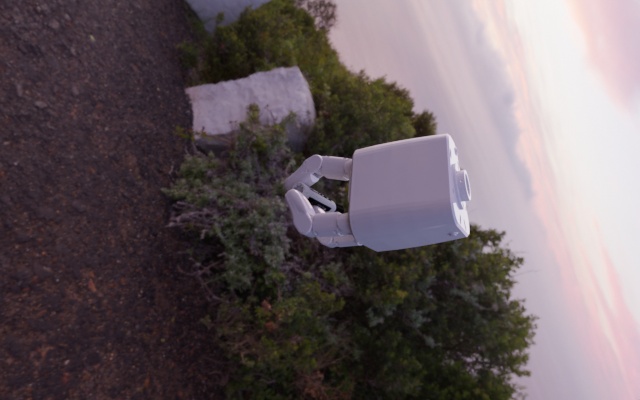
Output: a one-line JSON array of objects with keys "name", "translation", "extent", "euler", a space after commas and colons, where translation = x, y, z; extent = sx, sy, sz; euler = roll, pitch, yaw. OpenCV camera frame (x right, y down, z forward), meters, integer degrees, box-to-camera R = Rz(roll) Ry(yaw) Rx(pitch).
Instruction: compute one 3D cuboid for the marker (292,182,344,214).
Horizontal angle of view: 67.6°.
[{"name": "marker", "translation": [0.000, 0.002, 0.602], "extent": [0.020, 0.020, 0.121], "euler": [0, -14, 26]}]
